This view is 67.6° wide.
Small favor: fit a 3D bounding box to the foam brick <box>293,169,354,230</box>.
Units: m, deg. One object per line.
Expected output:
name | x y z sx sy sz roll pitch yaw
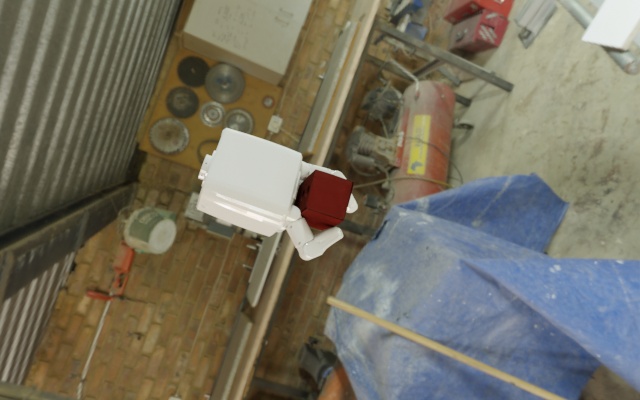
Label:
foam brick | 0.000 0.002 0.603 0.051 0.053 0.078 20 -19 -13
